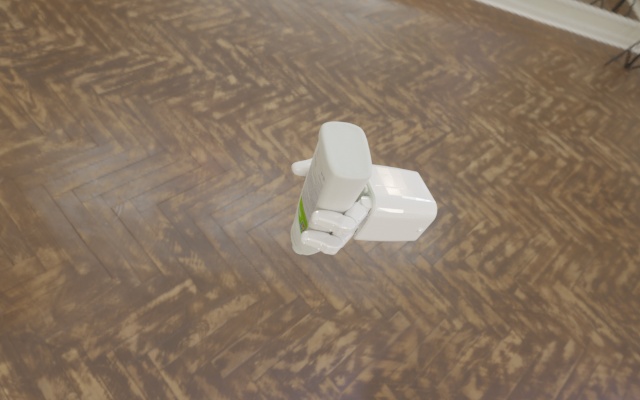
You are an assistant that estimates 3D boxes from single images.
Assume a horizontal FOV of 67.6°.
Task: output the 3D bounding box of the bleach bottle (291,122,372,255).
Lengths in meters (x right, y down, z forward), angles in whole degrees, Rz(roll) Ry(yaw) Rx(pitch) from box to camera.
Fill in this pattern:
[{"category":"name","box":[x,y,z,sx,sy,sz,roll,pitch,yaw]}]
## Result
[{"category":"bleach bottle","box":[0.000,0.002,0.725,0.068,0.102,0.251,4,-35,-18]}]
